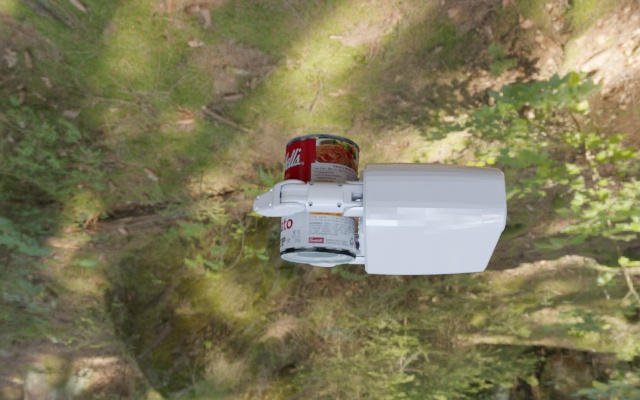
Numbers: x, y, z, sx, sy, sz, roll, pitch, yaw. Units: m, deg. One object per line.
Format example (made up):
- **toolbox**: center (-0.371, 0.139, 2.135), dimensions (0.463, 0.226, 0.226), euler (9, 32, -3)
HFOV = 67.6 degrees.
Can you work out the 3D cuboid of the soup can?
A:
- **soup can**: center (0.000, 0.002, 0.424), dimensions (0.068, 0.102, 0.068), euler (2, -16, 1)
